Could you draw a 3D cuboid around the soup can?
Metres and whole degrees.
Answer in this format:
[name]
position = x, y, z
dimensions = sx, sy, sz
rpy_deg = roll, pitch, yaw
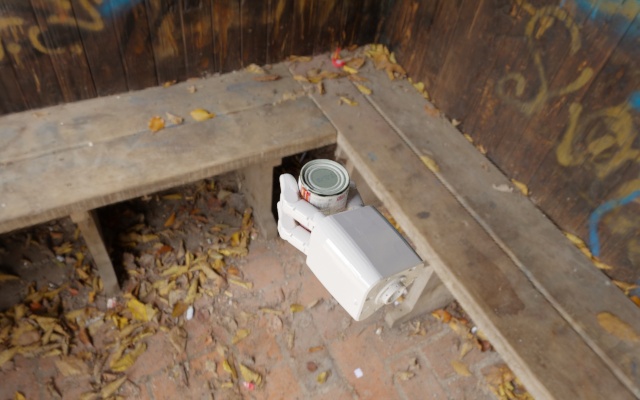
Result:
[soup can]
position = 0.000, 0.002, 0.657
dimensions = 0.068, 0.068, 0.102
rpy_deg = 0, -41, -9
